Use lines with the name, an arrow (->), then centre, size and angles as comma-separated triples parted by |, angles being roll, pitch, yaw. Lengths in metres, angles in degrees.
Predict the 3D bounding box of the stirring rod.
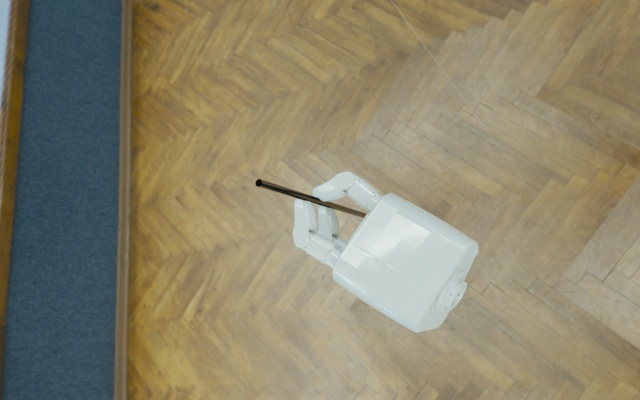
stirring rod -> 0.000, 0.002, 0.569 | 0.011, 0.011, 0.239 | 0, -9, 31
